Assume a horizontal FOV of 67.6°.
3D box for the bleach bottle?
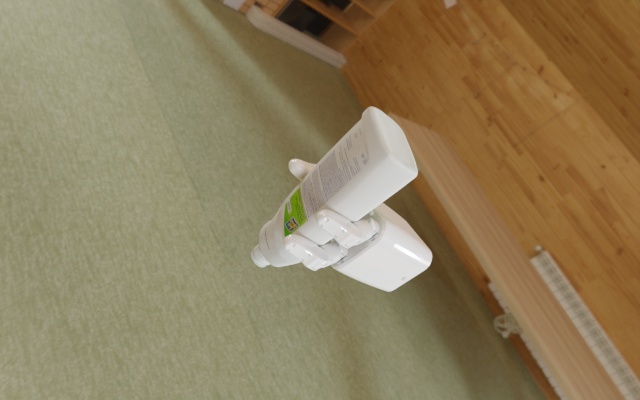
[{"bbox_3d":[0.000,0.002,0.598,0.068,0.102,0.251,29,-55,-34],"label":"bleach bottle"}]
